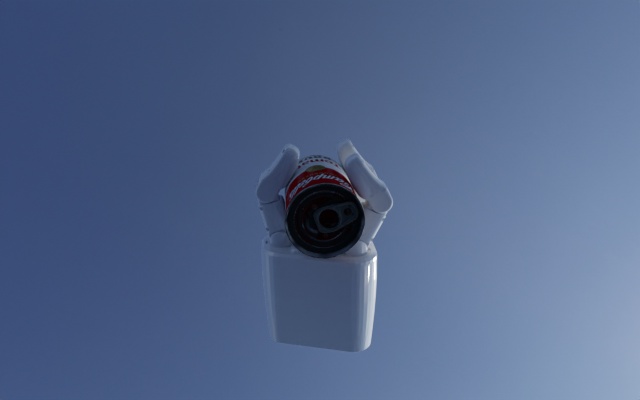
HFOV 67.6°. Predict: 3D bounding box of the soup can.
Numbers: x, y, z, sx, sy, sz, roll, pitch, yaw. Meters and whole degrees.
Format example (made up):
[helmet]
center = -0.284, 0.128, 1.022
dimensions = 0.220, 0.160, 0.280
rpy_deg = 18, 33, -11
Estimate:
[soup can]
center = 0.000, 0.001, 0.445
dimensions = 0.068, 0.068, 0.102
rpy_deg = 0, 20, -5
